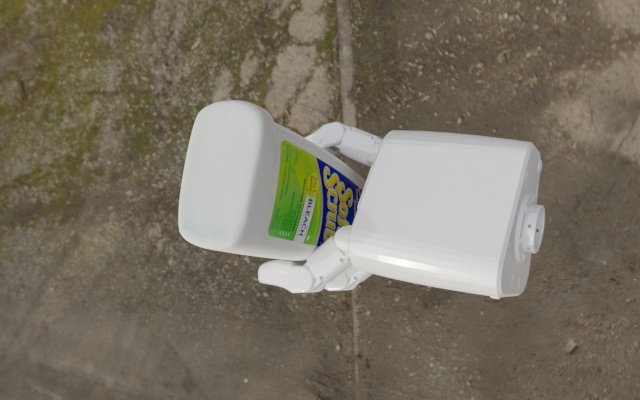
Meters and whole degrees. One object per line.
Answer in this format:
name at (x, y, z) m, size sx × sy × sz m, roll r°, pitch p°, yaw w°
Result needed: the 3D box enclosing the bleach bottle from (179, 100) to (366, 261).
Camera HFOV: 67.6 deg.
bleach bottle at (0.000, 0.001, 0.409) m, size 0.068 × 0.102 × 0.251 m, roll 8°, pitch -3°, yaw 34°
